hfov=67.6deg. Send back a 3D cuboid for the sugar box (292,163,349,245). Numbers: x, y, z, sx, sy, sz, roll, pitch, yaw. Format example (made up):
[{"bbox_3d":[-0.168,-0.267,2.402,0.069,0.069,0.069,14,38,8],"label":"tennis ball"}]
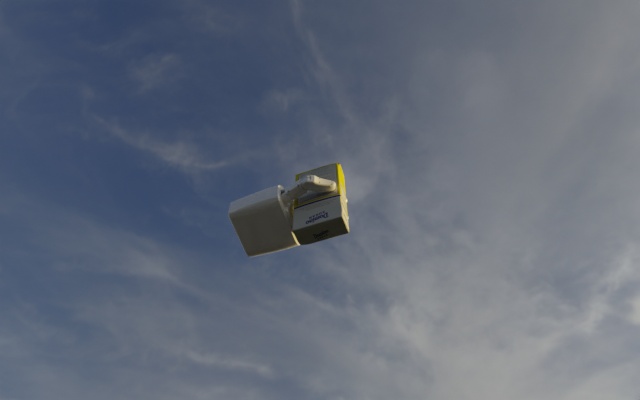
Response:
[{"bbox_3d":[0.000,0.003,0.880,0.093,0.048,0.176,-16,37,12],"label":"sugar box"}]
